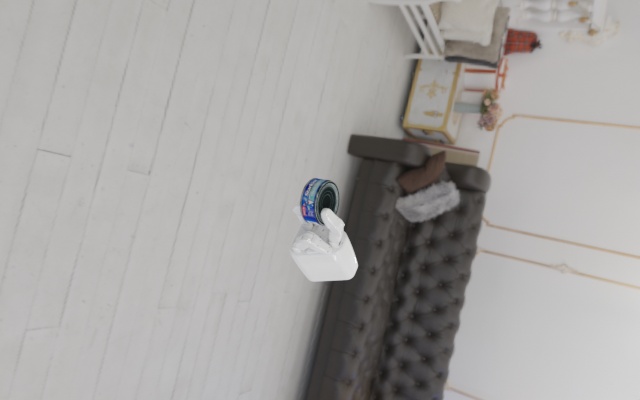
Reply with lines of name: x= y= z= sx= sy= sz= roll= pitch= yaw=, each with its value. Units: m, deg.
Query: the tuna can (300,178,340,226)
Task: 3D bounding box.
tuna can: x=0.001 y=0.003 z=0.876 sx=0.034 sy=0.086 sz=0.086 roll=9 pitch=5 yaw=32
